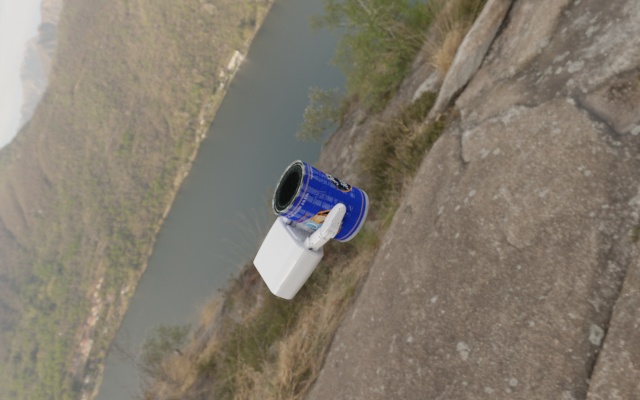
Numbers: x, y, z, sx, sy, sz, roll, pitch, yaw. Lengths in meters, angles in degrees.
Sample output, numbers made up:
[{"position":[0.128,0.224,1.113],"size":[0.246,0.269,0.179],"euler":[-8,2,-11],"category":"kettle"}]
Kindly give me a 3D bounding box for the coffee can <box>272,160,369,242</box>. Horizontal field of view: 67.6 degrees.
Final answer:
[{"position":[0.000,0.003,0.850],"size":[0.140,0.103,0.103],"euler":[24,-11,-26],"category":"coffee can"}]
